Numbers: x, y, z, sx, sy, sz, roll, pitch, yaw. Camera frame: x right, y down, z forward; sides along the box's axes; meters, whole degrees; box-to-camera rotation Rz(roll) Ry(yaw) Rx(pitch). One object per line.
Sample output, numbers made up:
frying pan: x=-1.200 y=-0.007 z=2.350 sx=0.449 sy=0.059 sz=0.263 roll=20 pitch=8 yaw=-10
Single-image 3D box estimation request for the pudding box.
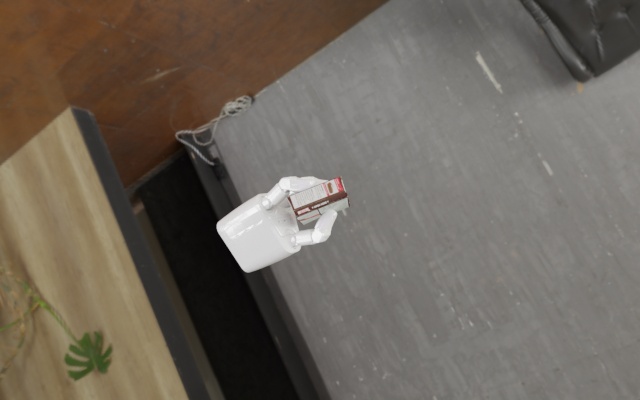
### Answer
pudding box: x=0.000 y=0.003 z=0.773 sx=0.090 sy=0.039 sz=0.113 roll=-22 pitch=-8 yaw=1
